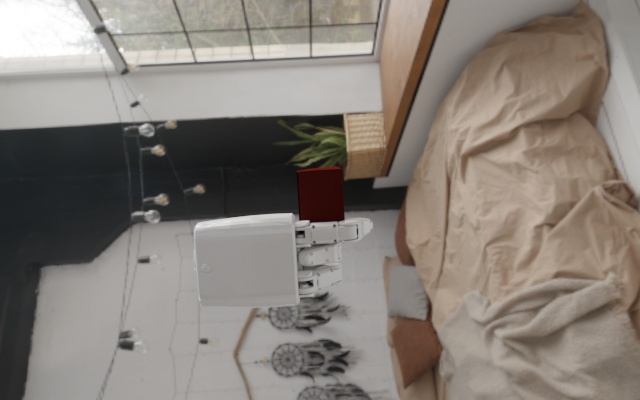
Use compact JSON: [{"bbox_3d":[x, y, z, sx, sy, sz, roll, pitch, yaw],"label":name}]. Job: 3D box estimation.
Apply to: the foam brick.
[{"bbox_3d":[0.000,0.001,0.542,0.051,0.078,0.053,-3,5,0],"label":"foam brick"}]
